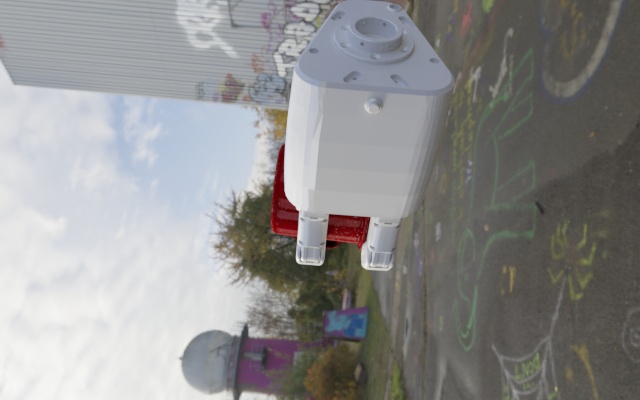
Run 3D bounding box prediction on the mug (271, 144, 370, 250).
[{"bbox_3d":[0.000,0.002,0.435,0.081,0.093,0.117,6,-43,-1],"label":"mug"}]
